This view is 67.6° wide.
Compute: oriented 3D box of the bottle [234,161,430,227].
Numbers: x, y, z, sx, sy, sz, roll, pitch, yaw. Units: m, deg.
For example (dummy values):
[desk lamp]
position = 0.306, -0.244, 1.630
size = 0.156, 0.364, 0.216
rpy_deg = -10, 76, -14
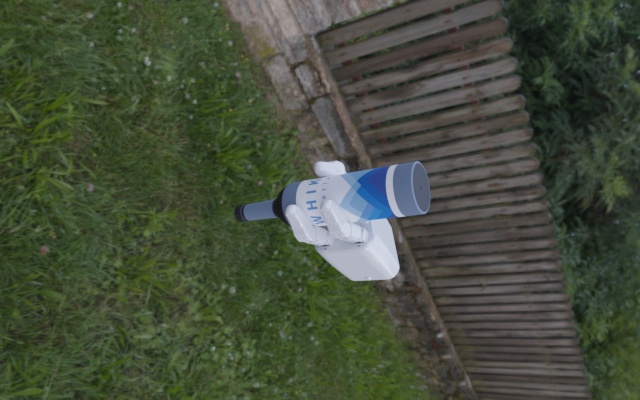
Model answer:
[bottle]
position = 0.000, 0.002, 0.667
size = 0.296, 0.069, 0.069
rpy_deg = -8, -4, 31
